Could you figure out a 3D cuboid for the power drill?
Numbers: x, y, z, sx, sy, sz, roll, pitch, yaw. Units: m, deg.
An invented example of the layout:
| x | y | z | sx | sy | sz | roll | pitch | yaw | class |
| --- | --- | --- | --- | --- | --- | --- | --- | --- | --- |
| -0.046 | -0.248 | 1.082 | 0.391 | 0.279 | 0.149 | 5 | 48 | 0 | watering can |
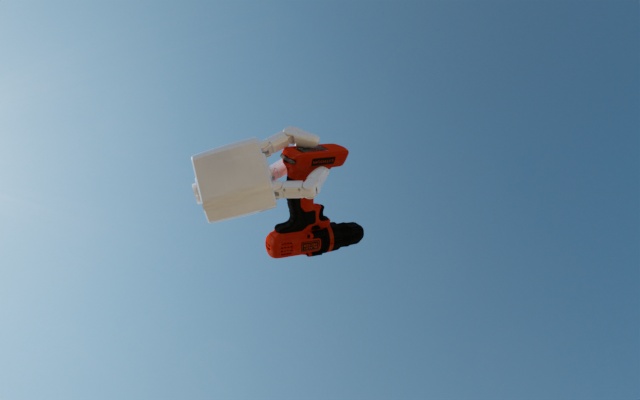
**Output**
| x | y | z | sx | sy | sz | roll | pitch | yaw | class |
| --- | --- | --- | --- | --- | --- | --- | --- | --- | --- |
| 0.000 | 0.002 | 0.794 | 0.184 | 0.188 | 0.057 | -7 | 22 | -30 | power drill |
